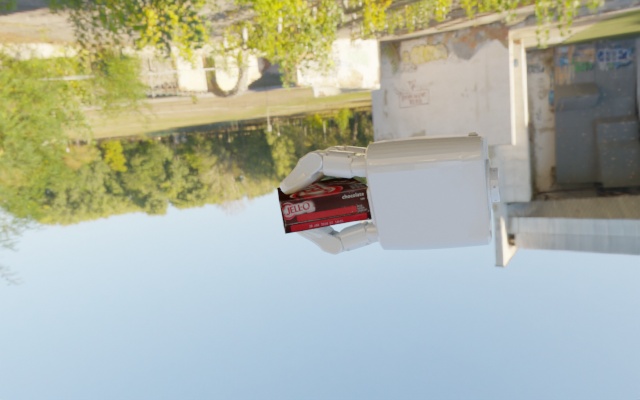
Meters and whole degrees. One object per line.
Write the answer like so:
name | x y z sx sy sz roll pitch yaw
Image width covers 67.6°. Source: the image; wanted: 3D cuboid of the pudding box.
pudding box | 0.000 0.002 0.517 0.090 0.039 0.113 -9 7 -5
